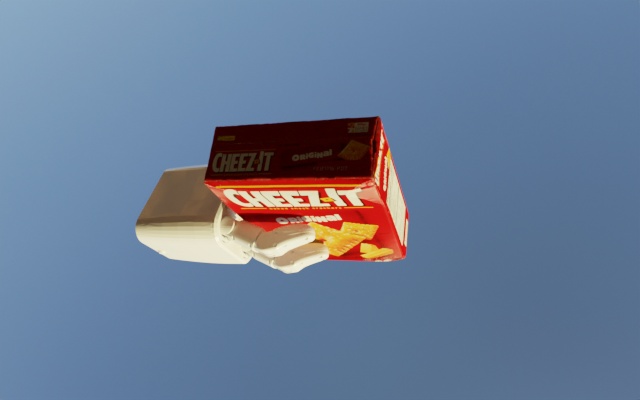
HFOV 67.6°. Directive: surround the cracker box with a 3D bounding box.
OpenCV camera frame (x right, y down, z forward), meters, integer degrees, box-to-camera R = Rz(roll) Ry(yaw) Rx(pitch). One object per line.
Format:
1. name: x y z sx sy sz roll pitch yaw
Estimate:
1. cracker box: 0.000 0.002 0.515 0.164 0.072 0.214 -1 -25 17
